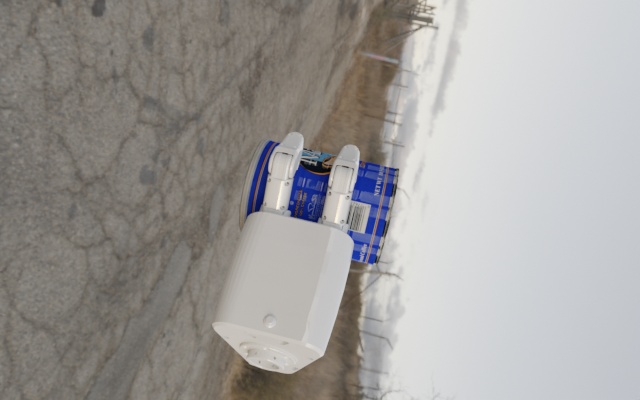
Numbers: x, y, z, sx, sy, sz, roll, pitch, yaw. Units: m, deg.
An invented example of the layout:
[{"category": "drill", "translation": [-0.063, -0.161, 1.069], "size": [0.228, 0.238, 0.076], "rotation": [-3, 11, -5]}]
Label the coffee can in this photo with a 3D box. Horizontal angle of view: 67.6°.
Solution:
[{"category": "coffee can", "translation": [0.000, 0.001, 0.489], "size": [0.140, 0.103, 0.103], "rotation": [13, 1, 5]}]
